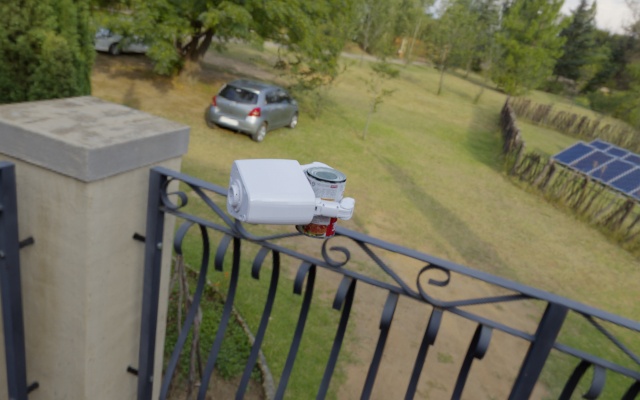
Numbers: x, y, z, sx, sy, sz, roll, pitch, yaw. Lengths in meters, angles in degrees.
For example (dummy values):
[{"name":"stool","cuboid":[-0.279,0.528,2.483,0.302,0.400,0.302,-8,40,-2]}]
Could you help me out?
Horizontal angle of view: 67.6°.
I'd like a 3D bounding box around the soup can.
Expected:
[{"name":"soup can","cuboid":[0.001,0.002,0.784,0.068,0.102,0.068,10,21,-4]}]
